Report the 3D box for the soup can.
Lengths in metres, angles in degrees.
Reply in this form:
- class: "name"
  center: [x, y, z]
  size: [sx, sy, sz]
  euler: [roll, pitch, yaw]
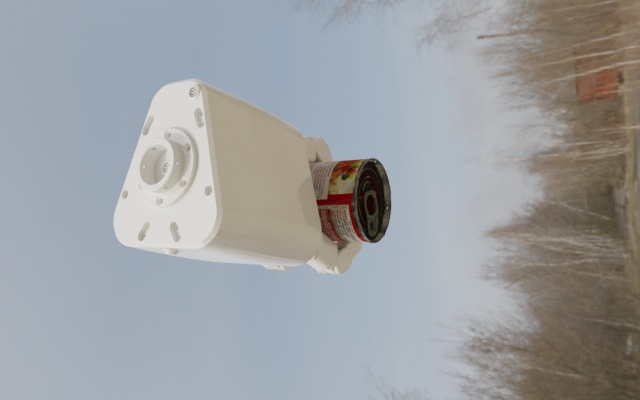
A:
- class: "soup can"
  center: [0.000, 0.001, 0.406]
  size: [0.102, 0.068, 0.068]
  euler: [-2, -1, 30]
